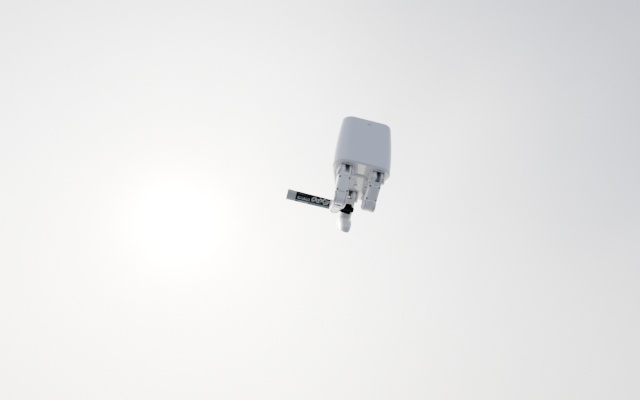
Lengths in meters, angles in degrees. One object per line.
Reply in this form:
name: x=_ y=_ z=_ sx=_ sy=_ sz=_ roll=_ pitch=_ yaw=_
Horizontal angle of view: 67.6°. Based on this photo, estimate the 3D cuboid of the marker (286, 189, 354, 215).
marker: x=0.000 y=0.003 z=0.836 sx=0.121 sy=0.020 sz=0.020 roll=14 pitch=-2 yaw=-6
